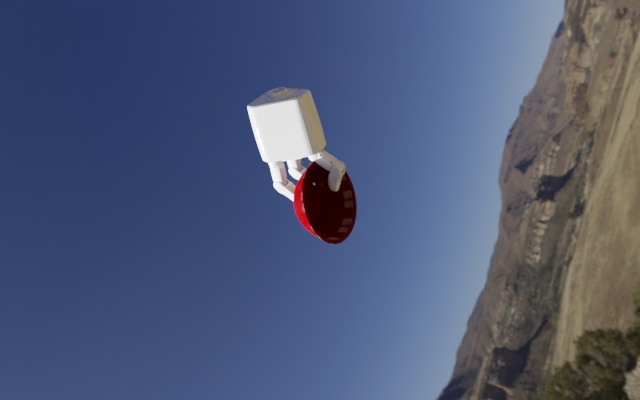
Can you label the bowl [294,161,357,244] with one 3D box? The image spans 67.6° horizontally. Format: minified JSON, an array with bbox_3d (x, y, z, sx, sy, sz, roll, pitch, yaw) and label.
[{"bbox_3d":[0.000,0.004,0.890,0.055,0.162,0.162,-11,-7,38],"label":"bowl"}]
